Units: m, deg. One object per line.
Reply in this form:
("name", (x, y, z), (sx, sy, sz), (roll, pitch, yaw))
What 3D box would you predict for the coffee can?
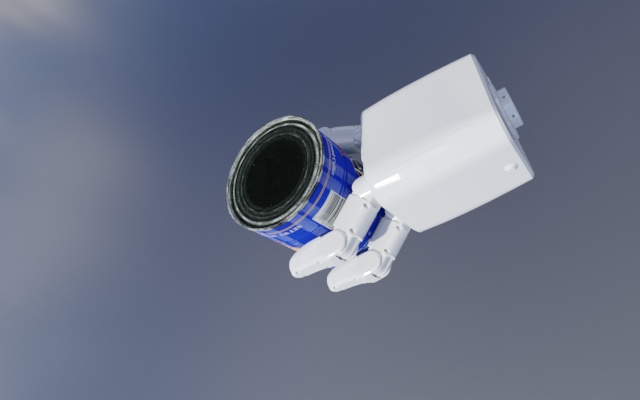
("coffee can", (0.000, 0.002, 0.439), (0.103, 0.102, 0.140), (0, -21, 38))
